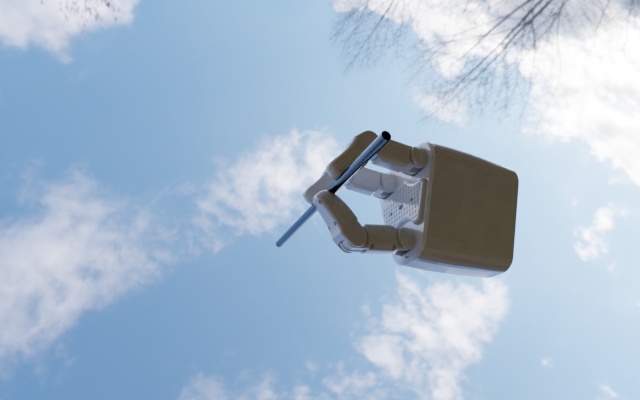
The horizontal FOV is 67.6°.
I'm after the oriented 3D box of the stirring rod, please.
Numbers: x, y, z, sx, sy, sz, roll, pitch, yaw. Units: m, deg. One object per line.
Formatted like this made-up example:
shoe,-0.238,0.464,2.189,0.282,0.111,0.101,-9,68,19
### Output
stirring rod,0.000,0.001,0.441,0.011,0.011,0.240,0,-23,-25
